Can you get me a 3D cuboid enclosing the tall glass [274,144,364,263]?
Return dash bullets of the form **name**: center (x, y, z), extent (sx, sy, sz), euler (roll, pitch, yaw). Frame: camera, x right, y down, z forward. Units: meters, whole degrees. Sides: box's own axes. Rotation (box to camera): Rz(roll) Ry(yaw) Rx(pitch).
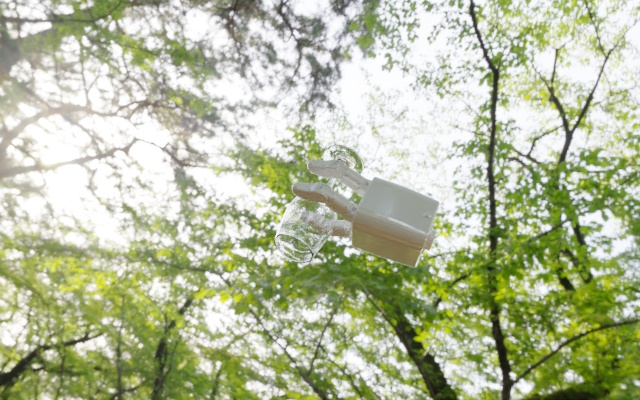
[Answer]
- **tall glass**: center (0.000, 0.002, 0.745), extent (0.079, 0.079, 0.201), euler (0, 43, 33)
